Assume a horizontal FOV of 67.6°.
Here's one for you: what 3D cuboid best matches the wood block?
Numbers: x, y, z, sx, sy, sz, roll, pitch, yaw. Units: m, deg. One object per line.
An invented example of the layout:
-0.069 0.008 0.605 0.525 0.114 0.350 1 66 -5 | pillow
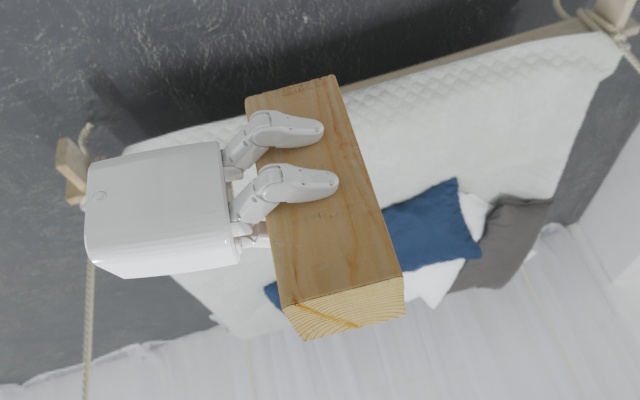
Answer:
0.000 0.002 0.417 0.090 0.206 0.091 -15 -32 1 | wood block
